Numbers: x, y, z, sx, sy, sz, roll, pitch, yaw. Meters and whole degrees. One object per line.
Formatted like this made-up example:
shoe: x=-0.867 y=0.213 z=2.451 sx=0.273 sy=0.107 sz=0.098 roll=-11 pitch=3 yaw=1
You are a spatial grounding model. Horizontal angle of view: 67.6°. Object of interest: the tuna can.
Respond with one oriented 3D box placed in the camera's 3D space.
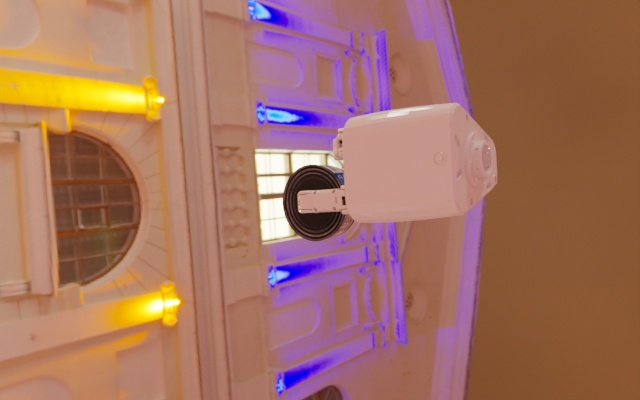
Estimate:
tuna can: x=0.000 y=0.002 z=0.543 sx=0.086 sy=0.086 sz=0.034 roll=0 pitch=4 yaw=35
